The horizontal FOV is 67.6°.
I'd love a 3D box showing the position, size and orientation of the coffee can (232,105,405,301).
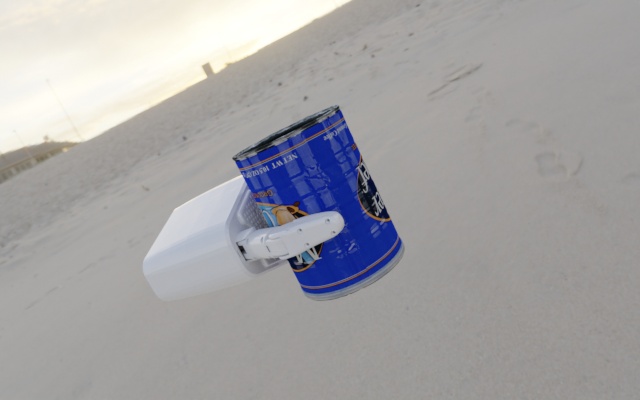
[{"bbox_3d":[0.000,0.001,0.424,0.103,0.140,0.102,-25,13,6],"label":"coffee can"}]
